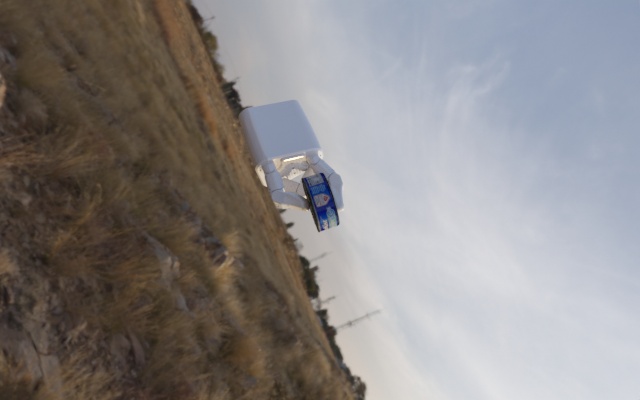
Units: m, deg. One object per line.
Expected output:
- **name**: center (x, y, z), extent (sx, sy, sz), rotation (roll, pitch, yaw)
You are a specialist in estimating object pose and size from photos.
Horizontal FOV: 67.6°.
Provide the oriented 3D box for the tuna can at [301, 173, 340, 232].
- **tuna can**: center (0.001, 0.002, 0.714), extent (0.034, 0.086, 0.086), rotation (-18, 1, -5)
